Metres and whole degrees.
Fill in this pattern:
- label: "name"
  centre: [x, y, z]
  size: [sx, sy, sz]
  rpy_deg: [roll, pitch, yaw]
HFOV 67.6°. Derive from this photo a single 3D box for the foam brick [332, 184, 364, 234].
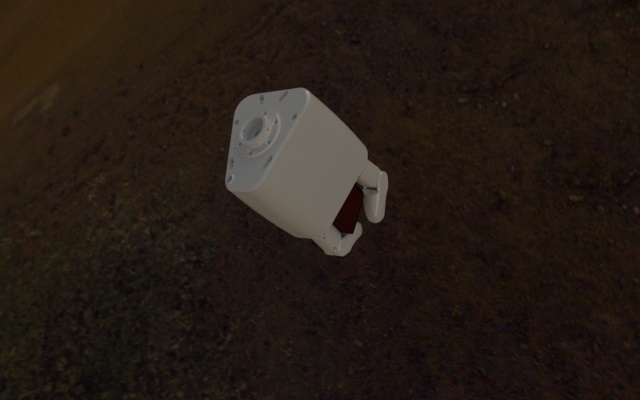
- label: "foam brick"
  centre: [0.000, 0.002, 0.534]
  size: [0.078, 0.053, 0.051]
  rpy_deg: [2, -26, 37]
